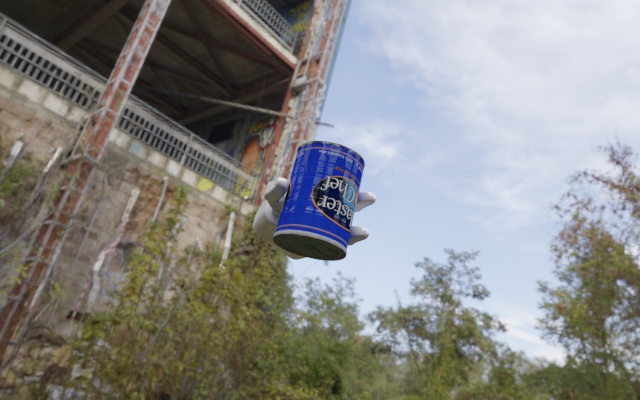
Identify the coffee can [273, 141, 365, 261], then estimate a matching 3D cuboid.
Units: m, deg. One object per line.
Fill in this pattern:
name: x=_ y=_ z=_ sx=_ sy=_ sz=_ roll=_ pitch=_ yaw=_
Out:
coffee can: x=0.000 y=0.002 z=0.672 sx=0.103 sy=0.140 sz=0.103 roll=12 pitch=-21 yaw=5
